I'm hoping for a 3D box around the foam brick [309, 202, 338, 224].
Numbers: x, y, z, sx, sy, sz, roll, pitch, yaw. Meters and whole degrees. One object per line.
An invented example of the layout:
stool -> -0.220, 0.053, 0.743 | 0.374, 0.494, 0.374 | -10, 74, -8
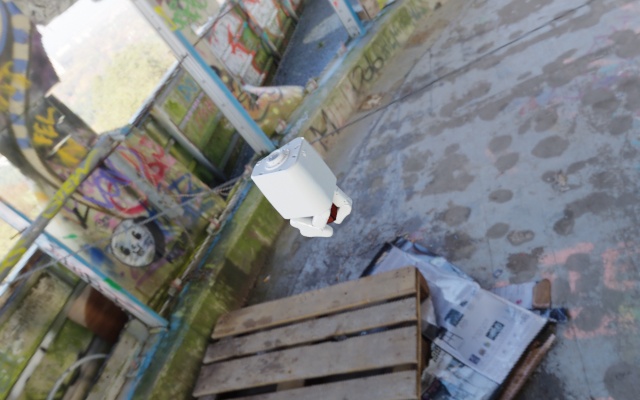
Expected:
foam brick -> 0.000, 0.003, 0.893 | 0.053, 0.078, 0.051 | -21, -55, 27
